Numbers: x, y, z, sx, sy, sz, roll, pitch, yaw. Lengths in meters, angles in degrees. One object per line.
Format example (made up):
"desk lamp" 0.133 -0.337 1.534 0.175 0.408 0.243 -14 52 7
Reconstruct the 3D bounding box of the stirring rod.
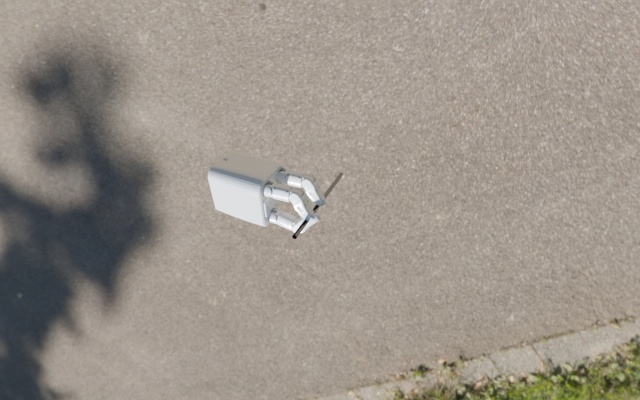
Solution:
"stirring rod" 0.000 0.003 0.863 0.011 0.011 0.239 0 28 23
